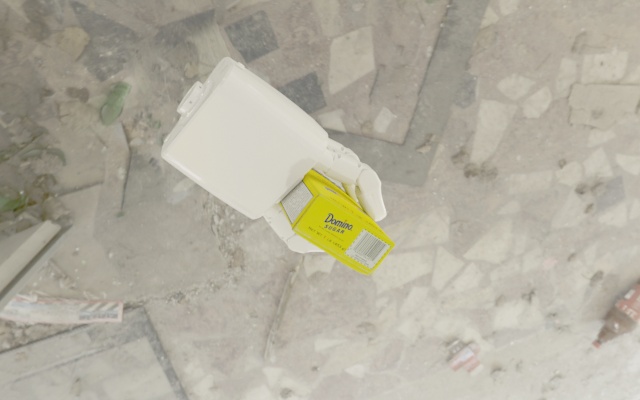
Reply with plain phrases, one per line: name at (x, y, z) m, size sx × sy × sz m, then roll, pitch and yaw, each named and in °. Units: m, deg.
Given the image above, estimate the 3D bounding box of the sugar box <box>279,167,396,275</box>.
sugar box at (0.000, 0.001, 0.487) m, size 0.093 × 0.048 × 0.176 m, roll 34°, pitch 11°, yaw -25°
